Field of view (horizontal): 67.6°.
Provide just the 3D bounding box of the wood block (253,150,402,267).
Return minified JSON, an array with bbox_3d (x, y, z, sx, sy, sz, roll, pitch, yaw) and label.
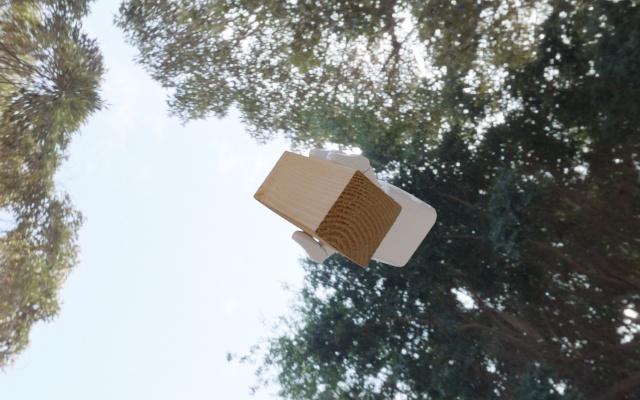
[{"bbox_3d":[0.000,0.003,0.648,0.090,0.091,0.206,37,-7,-30],"label":"wood block"}]
